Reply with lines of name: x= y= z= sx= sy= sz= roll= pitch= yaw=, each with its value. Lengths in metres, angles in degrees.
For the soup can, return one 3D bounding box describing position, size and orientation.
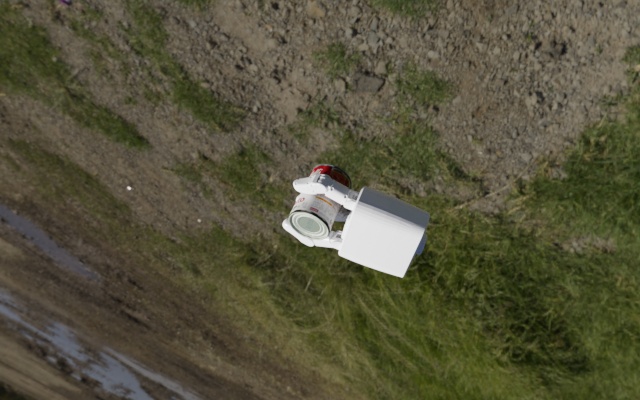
soup can: x=0.000 y=0.002 z=0.737 sx=0.068 sy=0.102 sz=0.069 roll=16 pitch=-37 yaw=13
